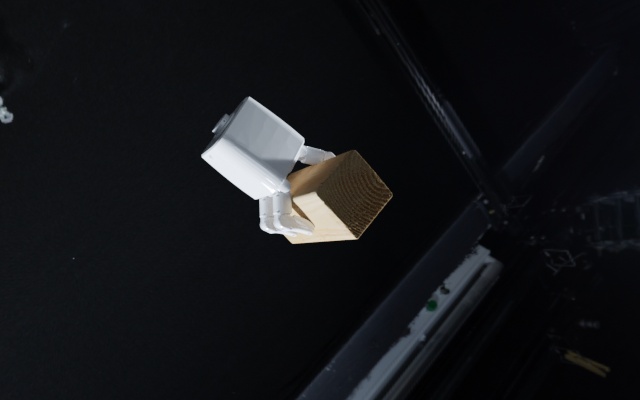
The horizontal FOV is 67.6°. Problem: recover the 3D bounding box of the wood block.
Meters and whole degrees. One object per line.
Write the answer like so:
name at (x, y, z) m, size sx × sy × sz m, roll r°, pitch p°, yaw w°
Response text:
wood block at (0.000, 0.002, 0.728) m, size 0.090 × 0.090 × 0.206 m, roll -49°, pitch 16°, yaw -23°
